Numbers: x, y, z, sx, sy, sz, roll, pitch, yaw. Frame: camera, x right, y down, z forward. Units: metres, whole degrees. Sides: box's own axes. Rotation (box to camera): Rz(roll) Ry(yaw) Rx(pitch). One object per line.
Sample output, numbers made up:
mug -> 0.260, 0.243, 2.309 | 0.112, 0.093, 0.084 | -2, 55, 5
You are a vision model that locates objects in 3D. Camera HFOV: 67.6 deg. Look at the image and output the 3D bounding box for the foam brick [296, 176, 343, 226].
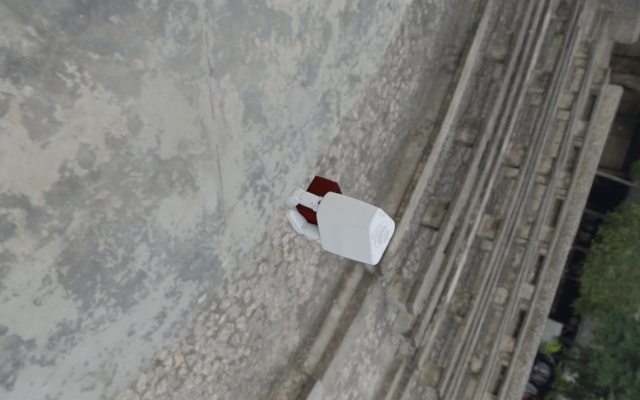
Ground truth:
foam brick -> 0.000, 0.003, 0.897 | 0.051, 0.078, 0.053 | 16, -27, 30
